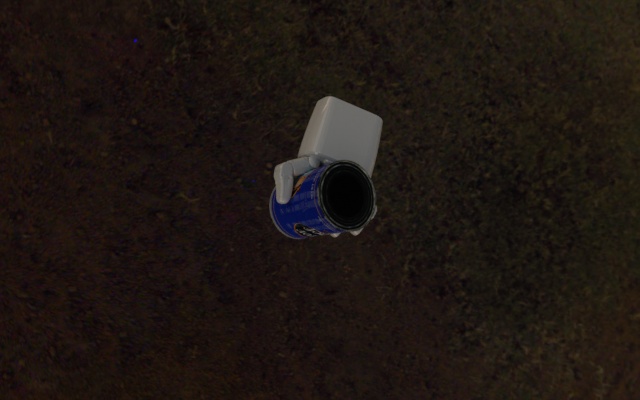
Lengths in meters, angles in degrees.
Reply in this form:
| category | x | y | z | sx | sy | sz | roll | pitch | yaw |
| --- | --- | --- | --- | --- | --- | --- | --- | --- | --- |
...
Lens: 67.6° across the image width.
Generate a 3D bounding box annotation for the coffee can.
| category | x | y | z | sx | sy | sz | roll | pitch | yaw |
| --- | --- | --- | --- | --- | --- | --- | --- | --- | --- |
| coffee can | 0.000 | 0.003 | 0.723 | 0.103 | 0.103 | 0.140 | 0 | -8 | -34 |
